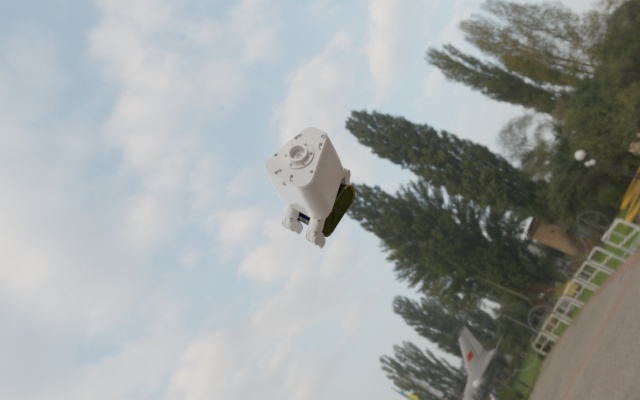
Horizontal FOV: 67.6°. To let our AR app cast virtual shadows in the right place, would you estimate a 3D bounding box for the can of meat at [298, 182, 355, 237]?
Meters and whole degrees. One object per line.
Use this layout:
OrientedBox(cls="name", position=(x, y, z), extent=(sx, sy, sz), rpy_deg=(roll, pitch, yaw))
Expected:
OrientedBox(cls="can of meat", position=(0.000, 0.003, 0.871), extent=(0.084, 0.102, 0.057), rpy_deg=(27, -15, 26))
